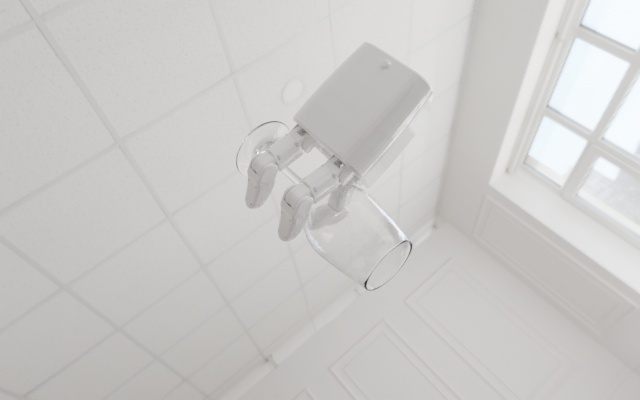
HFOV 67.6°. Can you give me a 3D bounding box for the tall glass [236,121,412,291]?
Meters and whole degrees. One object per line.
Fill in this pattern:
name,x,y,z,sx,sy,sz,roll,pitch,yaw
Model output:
tall glass,0.000,0.001,0.489,0.201,0.079,0.079,43,24,29
